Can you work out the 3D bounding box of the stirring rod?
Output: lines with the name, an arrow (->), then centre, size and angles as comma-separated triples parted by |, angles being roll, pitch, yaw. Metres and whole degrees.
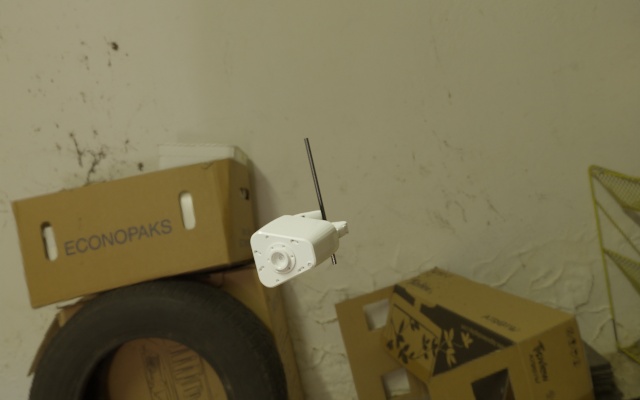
stirring rod -> 0.000, 0.003, 0.885 | 0.011, 0.239, 0.011 | -13, 6, 1
